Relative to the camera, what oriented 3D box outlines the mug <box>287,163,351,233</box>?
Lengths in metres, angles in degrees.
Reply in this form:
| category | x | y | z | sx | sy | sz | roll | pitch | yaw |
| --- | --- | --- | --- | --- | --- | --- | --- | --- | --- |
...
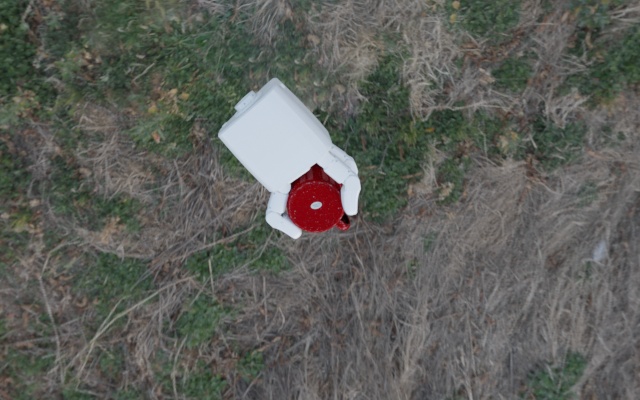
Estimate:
| category | x | y | z | sx | sy | sz | roll | pitch | yaw |
| --- | --- | --- | --- | --- | --- | --- | --- | --- | --- |
| mug | 0.001 | 0.003 | 0.696 | 0.093 | 0.117 | 0.081 | -40 | 20 | 13 |
